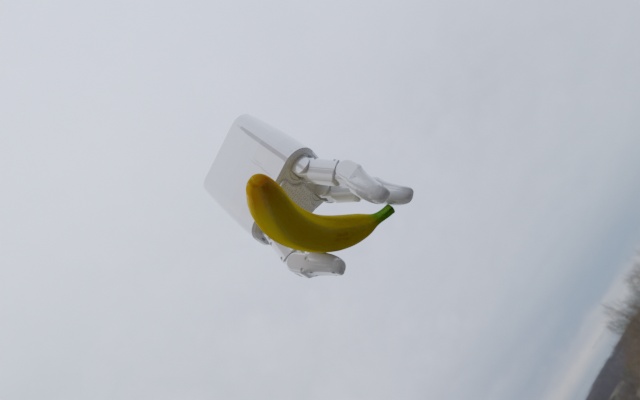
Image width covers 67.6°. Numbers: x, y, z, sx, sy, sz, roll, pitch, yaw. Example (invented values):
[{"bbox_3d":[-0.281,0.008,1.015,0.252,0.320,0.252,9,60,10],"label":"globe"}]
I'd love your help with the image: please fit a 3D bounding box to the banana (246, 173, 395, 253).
[{"bbox_3d":[-0.007,0.017,0.439,0.037,0.070,0.198,40,18,35],"label":"banana"}]
